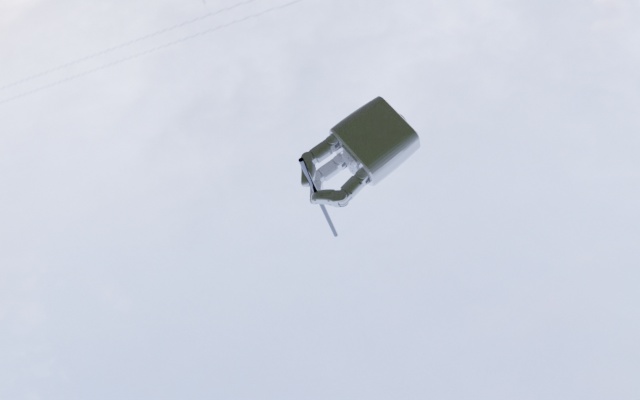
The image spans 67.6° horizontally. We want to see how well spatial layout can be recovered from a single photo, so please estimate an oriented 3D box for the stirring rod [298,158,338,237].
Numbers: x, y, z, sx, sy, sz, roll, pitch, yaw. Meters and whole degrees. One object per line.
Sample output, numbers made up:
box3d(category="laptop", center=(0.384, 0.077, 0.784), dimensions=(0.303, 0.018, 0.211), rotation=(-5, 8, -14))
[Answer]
box3d(category="stirring rod", center=(0.000, 0.003, 0.793), dimensions=(0.011, 0.011, 0.240), rotation=(0, -31, 16))
